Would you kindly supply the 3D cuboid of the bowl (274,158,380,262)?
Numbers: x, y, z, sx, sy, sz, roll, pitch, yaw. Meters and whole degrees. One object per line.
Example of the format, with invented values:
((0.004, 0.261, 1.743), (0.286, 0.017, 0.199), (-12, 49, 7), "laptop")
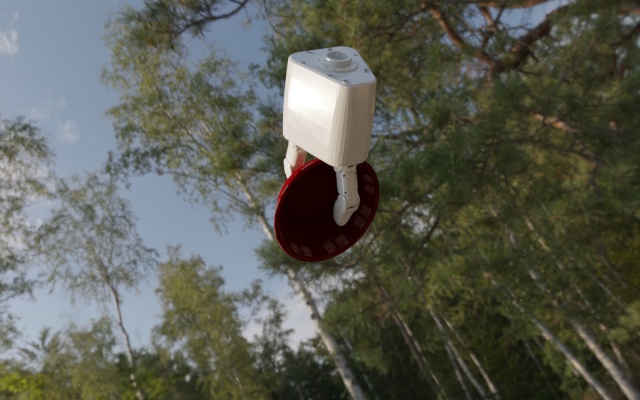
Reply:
((0.000, 0.003, 0.653), (0.162, 0.162, 0.055), (0, 26, -33), "bowl")
